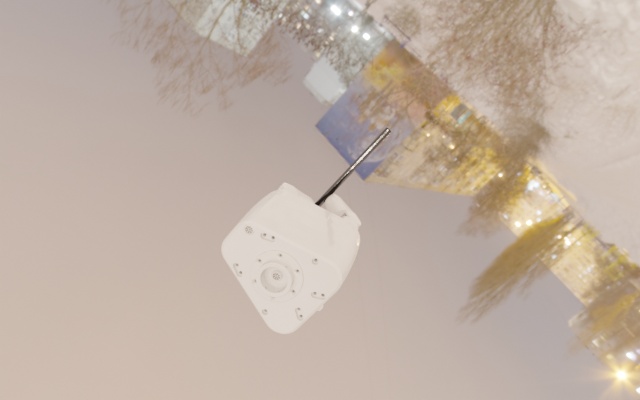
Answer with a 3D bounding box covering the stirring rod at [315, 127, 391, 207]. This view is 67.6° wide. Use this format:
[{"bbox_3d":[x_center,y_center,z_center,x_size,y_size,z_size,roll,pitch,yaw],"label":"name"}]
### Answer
[{"bbox_3d":[0.000,0.002,0.585,0.239,0.011,0.011,-47,-19,19],"label":"stirring rod"}]
